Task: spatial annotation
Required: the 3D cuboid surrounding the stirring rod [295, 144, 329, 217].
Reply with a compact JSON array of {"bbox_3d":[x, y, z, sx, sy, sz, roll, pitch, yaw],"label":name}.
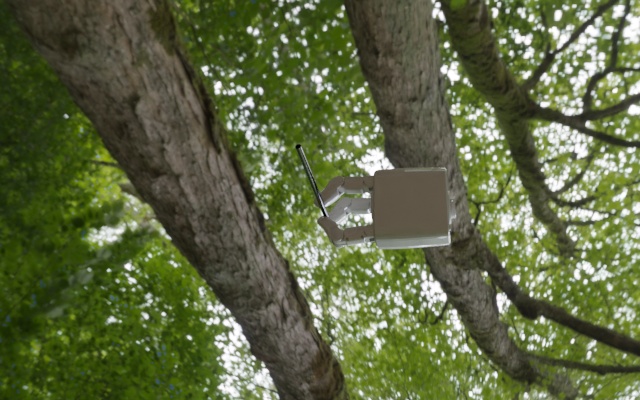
[{"bbox_3d":[0.000,0.002,0.705,0.011,0.011,0.240,0,-37,17],"label":"stirring rod"}]
